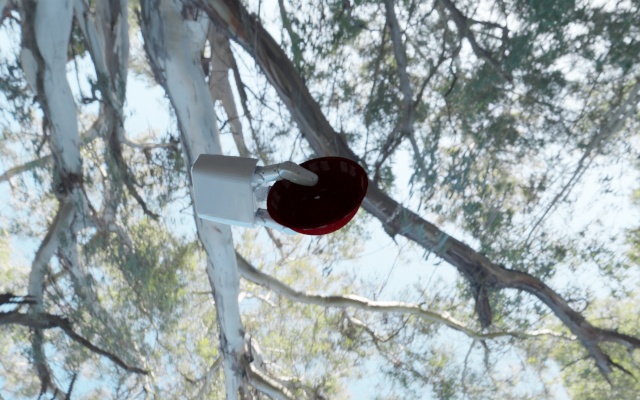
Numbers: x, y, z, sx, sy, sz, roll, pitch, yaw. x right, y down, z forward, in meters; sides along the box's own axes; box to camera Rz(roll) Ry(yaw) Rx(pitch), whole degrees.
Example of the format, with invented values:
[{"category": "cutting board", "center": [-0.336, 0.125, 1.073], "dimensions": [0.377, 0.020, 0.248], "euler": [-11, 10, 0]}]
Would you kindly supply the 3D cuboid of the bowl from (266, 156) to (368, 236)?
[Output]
[{"category": "bowl", "center": [0.001, 0.003, 0.743], "dimensions": [0.162, 0.055, 0.162], "euler": [-11, 41, 10]}]
